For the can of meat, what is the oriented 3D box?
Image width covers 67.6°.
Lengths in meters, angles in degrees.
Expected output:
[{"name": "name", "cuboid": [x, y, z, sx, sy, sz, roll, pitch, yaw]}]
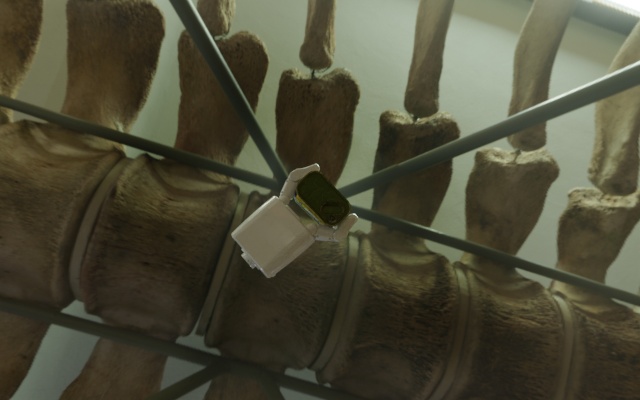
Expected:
[{"name": "can of meat", "cuboid": [0.000, 0.003, 0.860, 0.057, 0.102, 0.084, -44, -1, -12]}]
